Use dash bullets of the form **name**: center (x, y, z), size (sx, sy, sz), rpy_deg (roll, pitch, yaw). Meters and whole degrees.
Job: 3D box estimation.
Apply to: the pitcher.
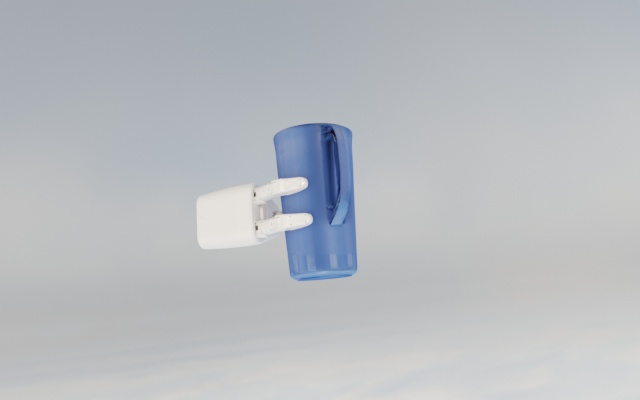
- **pitcher**: center (0.000, 0.003, 0.768), size (0.145, 0.242, 0.149), rpy_deg (-9, -12, 18)
